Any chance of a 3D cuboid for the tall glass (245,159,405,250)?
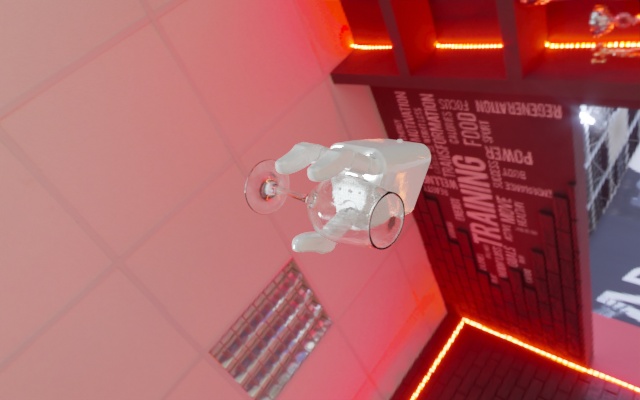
[{"bbox_3d":[-0.001,0.002,0.564,0.079,0.079,0.201,0,11,-46],"label":"tall glass"}]
